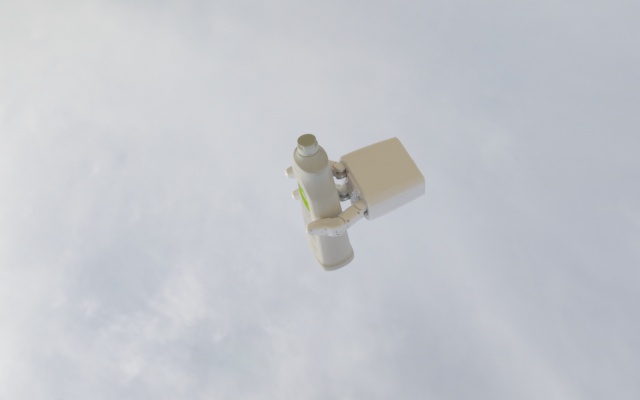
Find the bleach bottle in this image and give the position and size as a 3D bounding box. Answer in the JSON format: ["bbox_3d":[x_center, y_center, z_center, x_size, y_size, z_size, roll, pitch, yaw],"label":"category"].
[{"bbox_3d":[0.000,0.003,0.774,0.068,0.251,0.102,-23,48,-11],"label":"bleach bottle"}]
